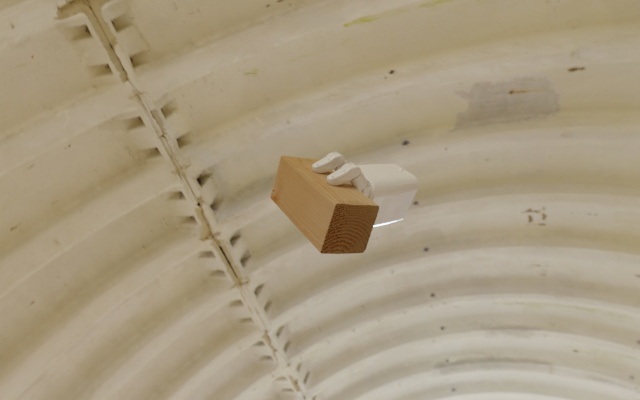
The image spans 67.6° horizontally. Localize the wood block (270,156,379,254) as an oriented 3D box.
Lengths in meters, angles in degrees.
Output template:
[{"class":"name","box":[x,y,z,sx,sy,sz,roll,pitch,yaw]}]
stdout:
[{"class":"wood block","box":[0.000,0.003,0.838,0.090,0.091,0.206,3,23,-32]}]
